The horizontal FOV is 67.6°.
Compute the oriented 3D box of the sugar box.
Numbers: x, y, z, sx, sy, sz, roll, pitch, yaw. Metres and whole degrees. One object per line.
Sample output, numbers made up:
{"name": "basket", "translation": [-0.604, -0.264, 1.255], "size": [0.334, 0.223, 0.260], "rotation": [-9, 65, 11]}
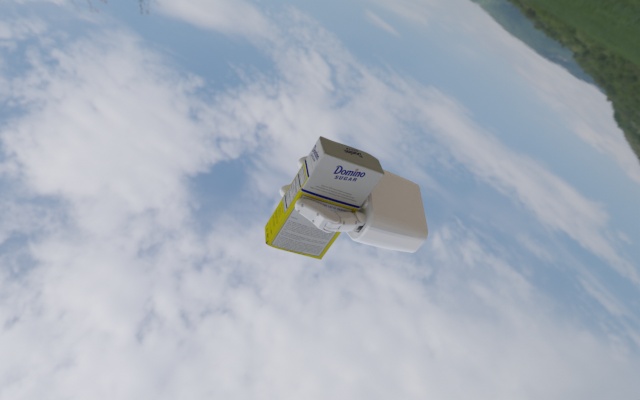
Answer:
{"name": "sugar box", "translation": [0.000, 0.002, 0.656], "size": [0.093, 0.176, 0.048], "rotation": [17, 34, -25]}
